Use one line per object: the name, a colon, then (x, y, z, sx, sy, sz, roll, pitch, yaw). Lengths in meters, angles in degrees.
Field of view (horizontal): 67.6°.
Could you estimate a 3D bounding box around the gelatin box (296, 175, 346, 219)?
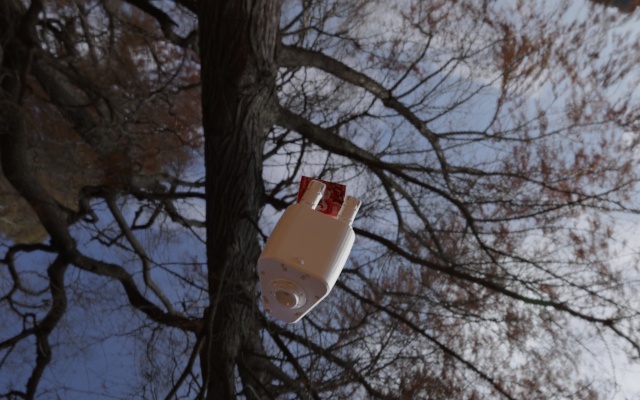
gelatin box: (0.000, 0.003, 0.727, 0.073, 0.030, 0.089, 12, 35, -4)
